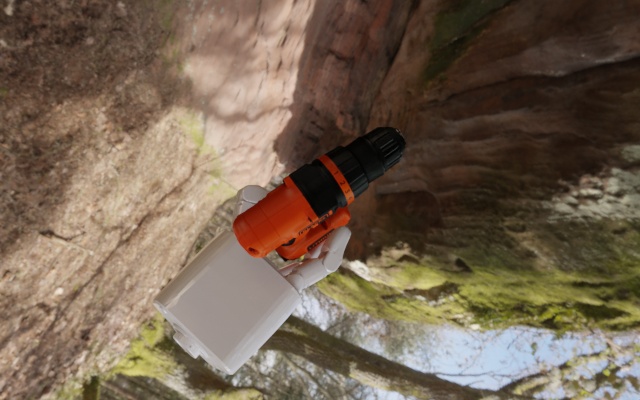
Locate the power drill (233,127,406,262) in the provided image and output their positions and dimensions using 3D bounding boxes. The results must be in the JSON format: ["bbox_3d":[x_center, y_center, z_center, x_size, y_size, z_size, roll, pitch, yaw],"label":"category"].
[{"bbox_3d":[0.000,0.002,0.515,0.184,0.057,0.188,-32,-11,-7],"label":"power drill"}]
